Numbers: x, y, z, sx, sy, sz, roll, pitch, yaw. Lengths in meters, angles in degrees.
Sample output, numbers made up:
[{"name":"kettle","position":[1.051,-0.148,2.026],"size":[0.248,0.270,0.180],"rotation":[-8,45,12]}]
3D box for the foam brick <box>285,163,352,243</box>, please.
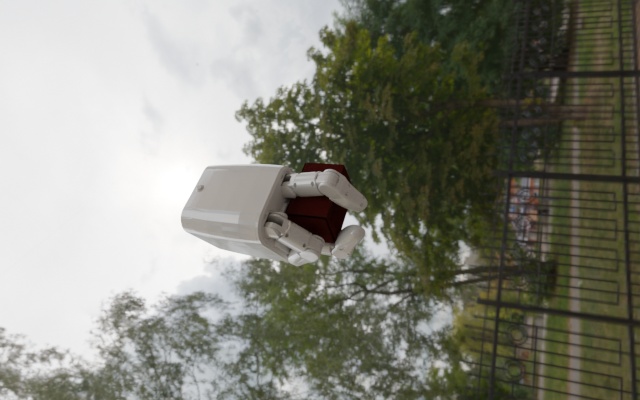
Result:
[{"name":"foam brick","position":[0.000,0.002,0.551],"size":[0.051,0.078,0.053],"rotation":[5,-36,22]}]
